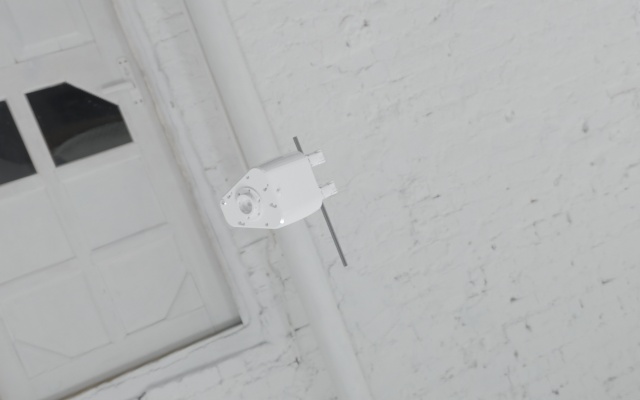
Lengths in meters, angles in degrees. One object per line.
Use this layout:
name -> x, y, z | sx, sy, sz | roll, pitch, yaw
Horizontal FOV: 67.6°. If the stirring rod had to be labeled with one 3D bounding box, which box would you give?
stirring rod -> 0.000, 0.003, 0.825 | 0.011, 0.239, 0.011 | -22, 4, 2
